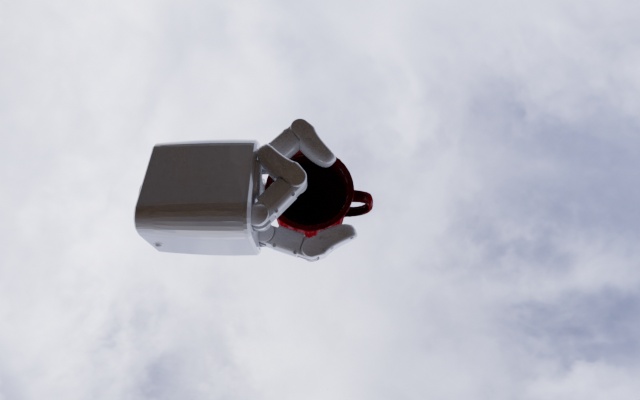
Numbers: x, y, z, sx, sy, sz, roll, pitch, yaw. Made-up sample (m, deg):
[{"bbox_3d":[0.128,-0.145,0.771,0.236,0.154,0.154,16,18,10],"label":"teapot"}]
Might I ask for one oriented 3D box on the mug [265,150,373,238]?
[{"bbox_3d":[0.002,0.002,0.534,0.117,0.093,0.081,1,-21,-1],"label":"mug"}]
